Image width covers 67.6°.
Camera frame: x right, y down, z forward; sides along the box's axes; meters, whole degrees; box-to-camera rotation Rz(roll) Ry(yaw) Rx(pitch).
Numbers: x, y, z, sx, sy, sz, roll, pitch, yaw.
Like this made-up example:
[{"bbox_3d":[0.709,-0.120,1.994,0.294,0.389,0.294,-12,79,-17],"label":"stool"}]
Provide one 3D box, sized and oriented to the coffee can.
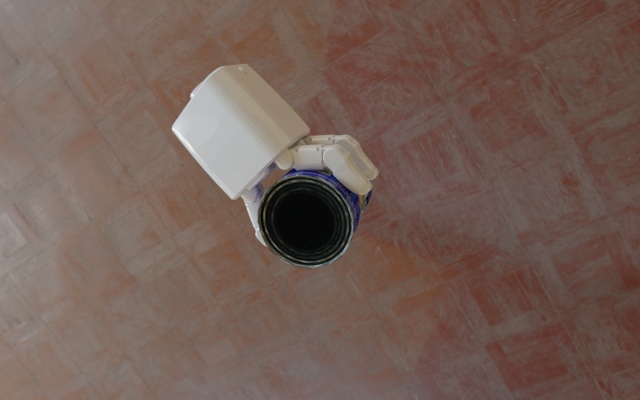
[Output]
[{"bbox_3d":[0.000,0.002,0.548,0.103,0.103,0.140,0,18,14],"label":"coffee can"}]
